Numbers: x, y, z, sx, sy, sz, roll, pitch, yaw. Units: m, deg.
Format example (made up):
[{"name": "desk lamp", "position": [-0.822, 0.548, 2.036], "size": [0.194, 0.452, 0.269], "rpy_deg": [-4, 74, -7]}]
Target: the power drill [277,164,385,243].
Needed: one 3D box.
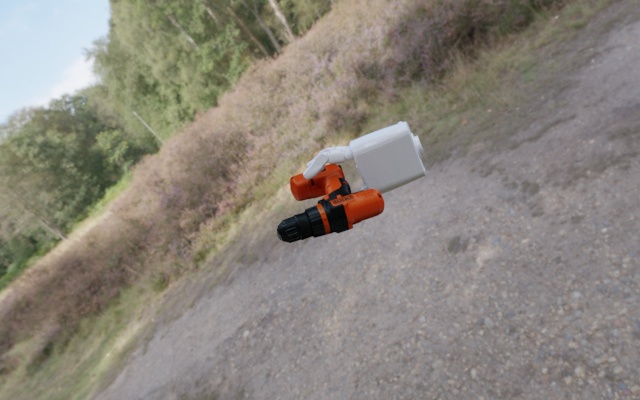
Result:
[{"name": "power drill", "position": [0.000, 0.002, 0.846], "size": [0.184, 0.057, 0.187], "rpy_deg": [-17, 27, -8]}]
